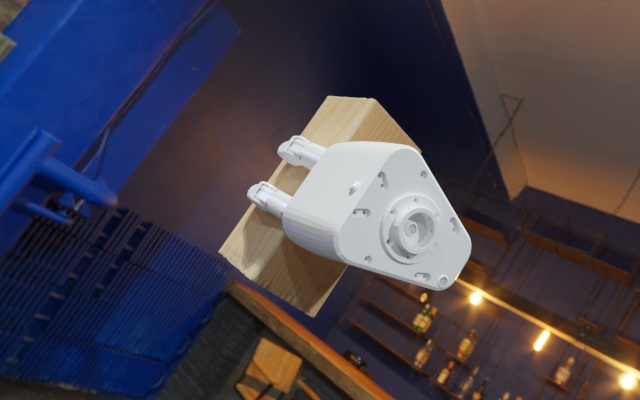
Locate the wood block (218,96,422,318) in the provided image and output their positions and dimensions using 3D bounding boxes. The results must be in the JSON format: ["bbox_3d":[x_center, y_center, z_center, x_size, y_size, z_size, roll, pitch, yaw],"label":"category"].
[{"bbox_3d":[0.001,0.002,0.500,0.091,0.206,0.090,40,-10,-33],"label":"wood block"}]
